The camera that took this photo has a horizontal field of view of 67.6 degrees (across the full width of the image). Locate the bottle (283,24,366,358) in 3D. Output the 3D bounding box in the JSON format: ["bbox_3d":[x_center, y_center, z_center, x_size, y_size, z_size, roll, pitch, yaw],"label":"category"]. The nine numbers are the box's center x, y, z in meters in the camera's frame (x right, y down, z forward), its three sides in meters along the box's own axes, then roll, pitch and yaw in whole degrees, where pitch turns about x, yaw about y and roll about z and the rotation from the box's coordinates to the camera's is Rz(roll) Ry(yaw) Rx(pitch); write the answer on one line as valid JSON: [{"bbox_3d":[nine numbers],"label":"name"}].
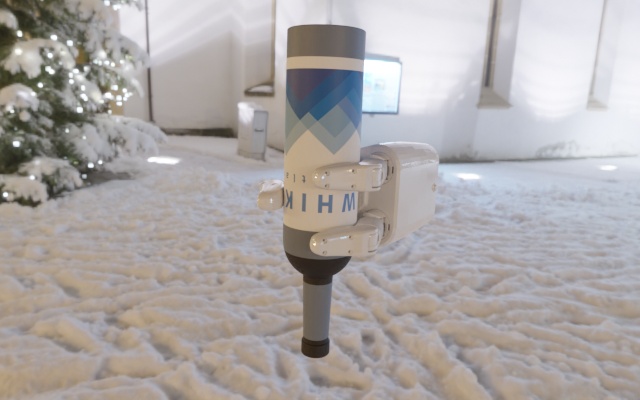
[{"bbox_3d":[0.000,0.001,0.430,0.069,0.296,0.069,2,12,0],"label":"bottle"}]
